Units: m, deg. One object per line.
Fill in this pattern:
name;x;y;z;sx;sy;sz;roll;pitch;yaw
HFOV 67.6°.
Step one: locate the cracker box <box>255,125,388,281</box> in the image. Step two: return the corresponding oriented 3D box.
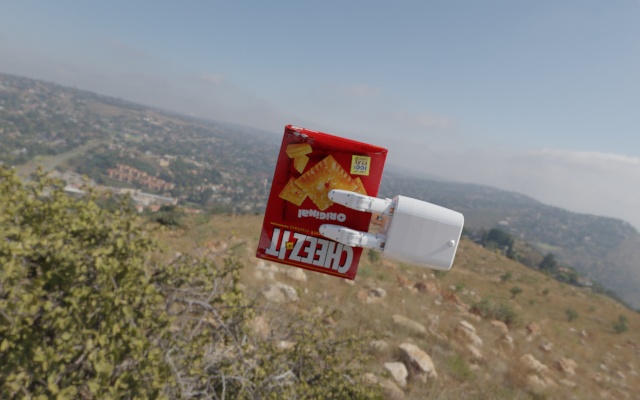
cracker box;0.000;0.002;0.758;0.164;0.214;0.072;14;7;-2
